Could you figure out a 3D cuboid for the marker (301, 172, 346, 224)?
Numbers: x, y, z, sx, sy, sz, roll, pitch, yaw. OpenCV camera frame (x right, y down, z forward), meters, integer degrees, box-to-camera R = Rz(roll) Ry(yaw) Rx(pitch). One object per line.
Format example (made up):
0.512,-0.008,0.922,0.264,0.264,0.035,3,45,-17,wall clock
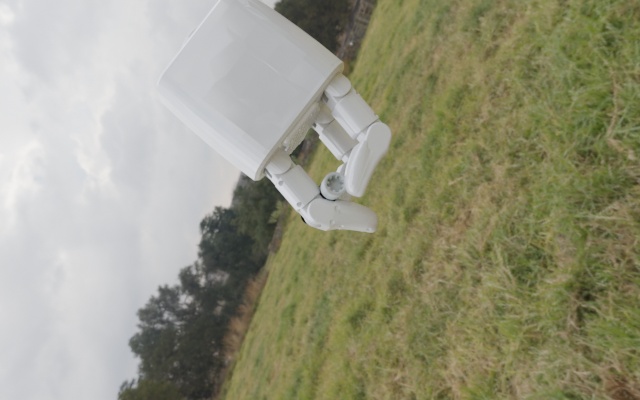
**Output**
0.000,0.001,0.419,0.020,0.020,0.121,0,-14,-11,marker
